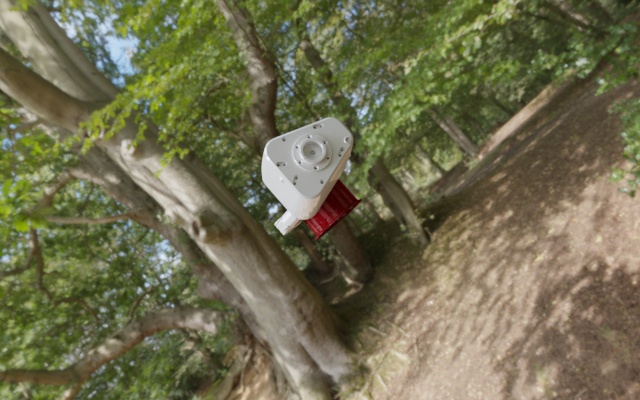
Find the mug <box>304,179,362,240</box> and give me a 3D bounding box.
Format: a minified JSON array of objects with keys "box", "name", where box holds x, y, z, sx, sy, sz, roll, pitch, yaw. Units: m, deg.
[{"box":[0.000,0.003,0.736,0.093,0.081,0.117,-40,-6,-16],"name":"mug"}]
